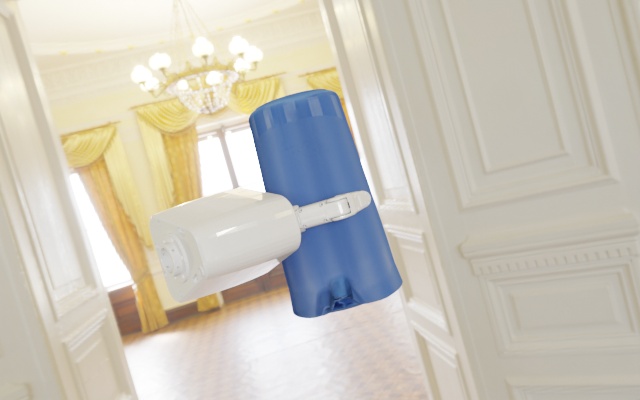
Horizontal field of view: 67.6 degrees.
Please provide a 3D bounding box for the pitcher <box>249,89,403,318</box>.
[{"bbox_3d":[0.000,0.002,0.565,0.145,0.243,0.149,-18,4,-39],"label":"pitcher"}]
